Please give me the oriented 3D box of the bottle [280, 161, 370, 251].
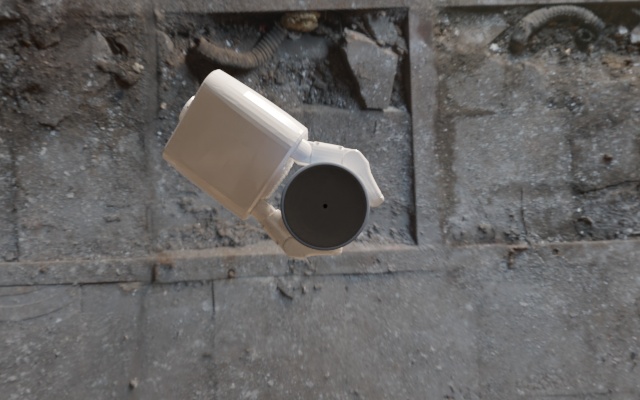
[{"bbox_3d":[0.000,0.002,0.499,0.069,0.069,0.295,0,1,-1],"label":"bottle"}]
